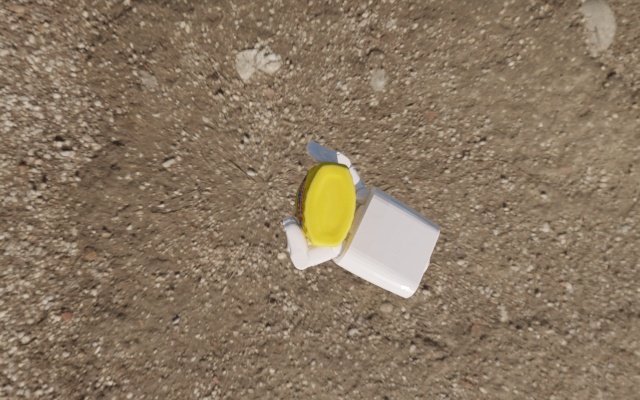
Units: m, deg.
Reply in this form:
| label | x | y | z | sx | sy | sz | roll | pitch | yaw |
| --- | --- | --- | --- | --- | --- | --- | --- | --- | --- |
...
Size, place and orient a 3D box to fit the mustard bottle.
| label | x | y | z | sx | sy | sz | roll | pitch | yaw |
| --- | --- | --- | --- | --- | --- | --- | --- | --- | --- |
| mustard bottle | 0.000 | 0.002 | 0.619 | 0.058 | 0.096 | 0.191 | 5 | 1 | -7 |
